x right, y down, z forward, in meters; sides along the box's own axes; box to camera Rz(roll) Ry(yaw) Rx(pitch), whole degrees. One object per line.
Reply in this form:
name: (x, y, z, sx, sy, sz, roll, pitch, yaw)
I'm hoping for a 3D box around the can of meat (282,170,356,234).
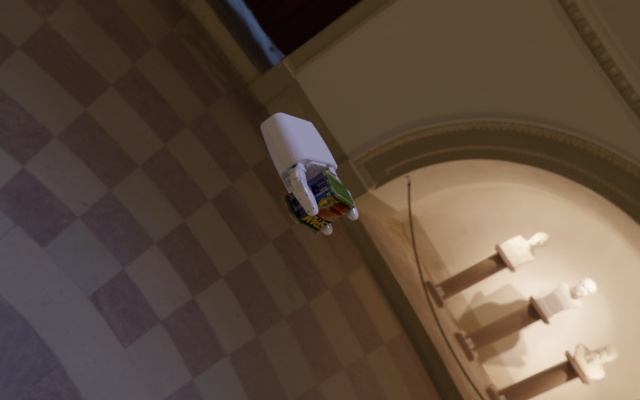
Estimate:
can of meat: (0.000, 0.002, 0.790, 0.084, 0.057, 0.102, -33, -29, 14)
